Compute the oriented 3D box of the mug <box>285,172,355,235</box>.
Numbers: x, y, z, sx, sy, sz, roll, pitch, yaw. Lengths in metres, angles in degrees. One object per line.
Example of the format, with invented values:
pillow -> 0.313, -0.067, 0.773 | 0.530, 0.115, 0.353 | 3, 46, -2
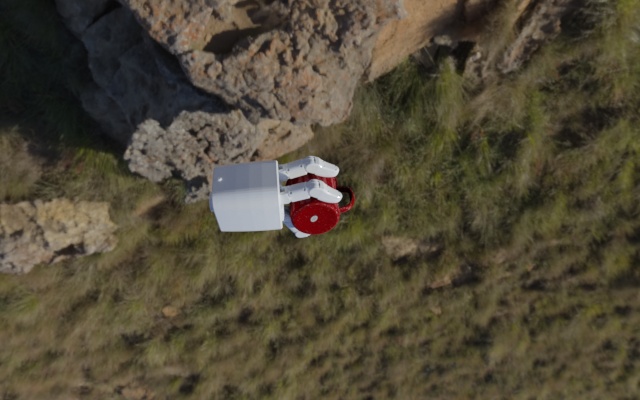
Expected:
mug -> 0.002, 0.003, 0.813 | 0.117, 0.081, 0.093 | -5, -44, -3
